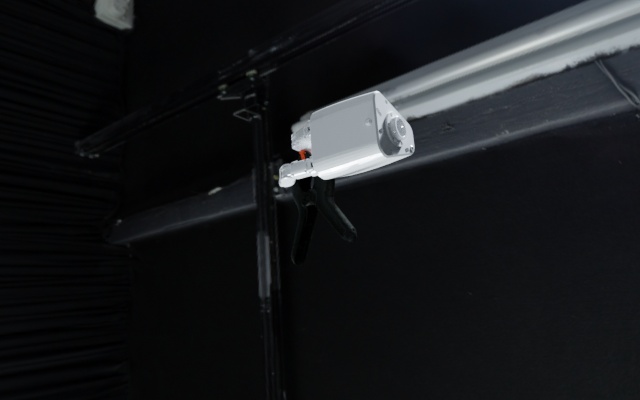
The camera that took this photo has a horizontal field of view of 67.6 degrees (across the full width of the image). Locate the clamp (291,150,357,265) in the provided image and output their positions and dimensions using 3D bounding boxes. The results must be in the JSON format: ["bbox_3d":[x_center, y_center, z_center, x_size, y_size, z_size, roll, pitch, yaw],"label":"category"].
[{"bbox_3d":[0.000,0.002,0.694,0.120,0.171,0.039,-15,-18,36],"label":"clamp"}]
